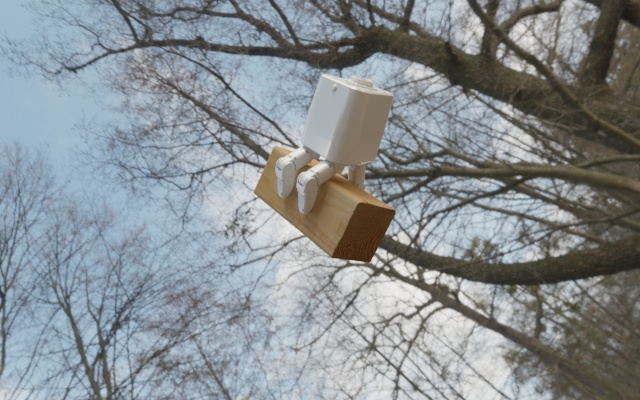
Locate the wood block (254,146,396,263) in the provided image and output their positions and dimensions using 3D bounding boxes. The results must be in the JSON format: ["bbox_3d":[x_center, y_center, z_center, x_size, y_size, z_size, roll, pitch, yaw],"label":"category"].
[{"bbox_3d":[0.000,0.002,0.731,0.091,0.090,0.206,13,17,-45],"label":"wood block"}]
